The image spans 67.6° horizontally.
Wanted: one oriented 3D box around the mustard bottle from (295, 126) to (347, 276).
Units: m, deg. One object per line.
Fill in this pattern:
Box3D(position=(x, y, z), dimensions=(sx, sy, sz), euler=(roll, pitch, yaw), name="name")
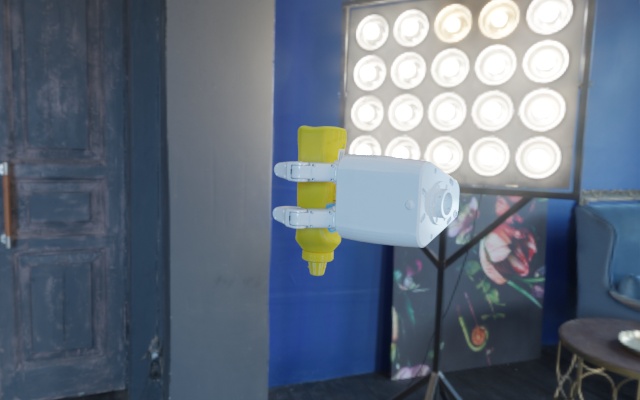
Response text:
Box3D(position=(0.000, 0.002, 0.617), dimensions=(0.058, 0.191, 0.096), euler=(4, 6, 14), name="mustard bottle")
